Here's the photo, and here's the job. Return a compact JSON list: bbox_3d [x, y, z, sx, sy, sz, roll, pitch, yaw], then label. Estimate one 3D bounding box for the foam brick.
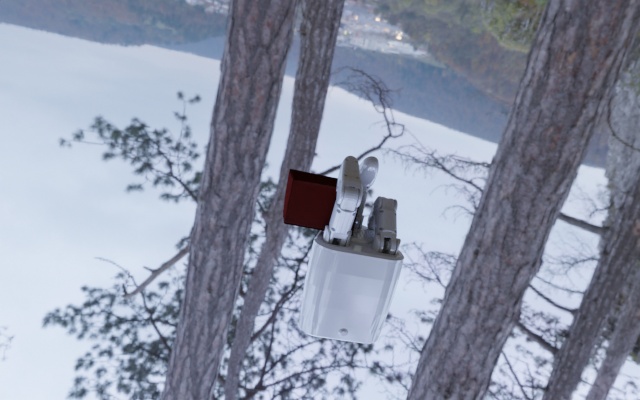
[{"bbox_3d":[0.000,0.002,0.525,0.078,0.051,0.053,11,14,-9],"label":"foam brick"}]
